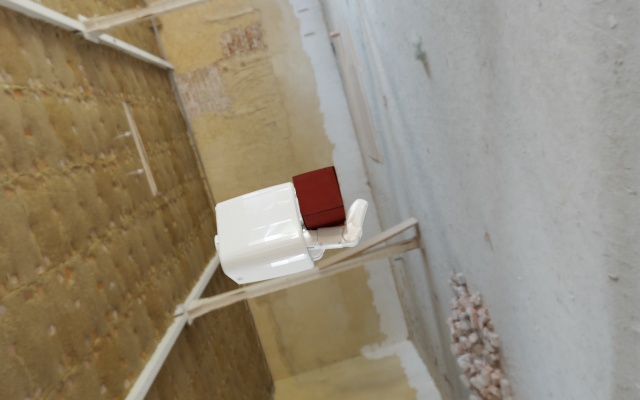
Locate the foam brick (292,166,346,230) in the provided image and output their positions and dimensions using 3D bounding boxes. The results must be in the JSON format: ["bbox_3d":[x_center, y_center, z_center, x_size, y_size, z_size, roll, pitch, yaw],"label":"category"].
[{"bbox_3d":[0.000,0.002,0.576,0.051,0.053,0.078,-13,-21,1],"label":"foam brick"}]
